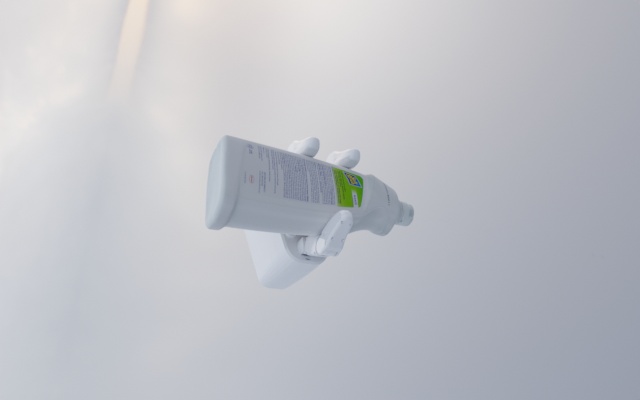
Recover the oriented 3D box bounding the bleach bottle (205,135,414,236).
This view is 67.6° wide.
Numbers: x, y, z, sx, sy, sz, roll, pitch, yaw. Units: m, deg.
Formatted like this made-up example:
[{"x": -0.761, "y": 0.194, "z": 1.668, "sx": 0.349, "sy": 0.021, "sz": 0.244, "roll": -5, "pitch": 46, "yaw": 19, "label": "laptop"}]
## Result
[{"x": 0.000, "y": 0.002, "z": 0.549, "sx": 0.251, "sy": 0.102, "sz": 0.068, "roll": 12, "pitch": -36, "yaw": -25, "label": "bleach bottle"}]
